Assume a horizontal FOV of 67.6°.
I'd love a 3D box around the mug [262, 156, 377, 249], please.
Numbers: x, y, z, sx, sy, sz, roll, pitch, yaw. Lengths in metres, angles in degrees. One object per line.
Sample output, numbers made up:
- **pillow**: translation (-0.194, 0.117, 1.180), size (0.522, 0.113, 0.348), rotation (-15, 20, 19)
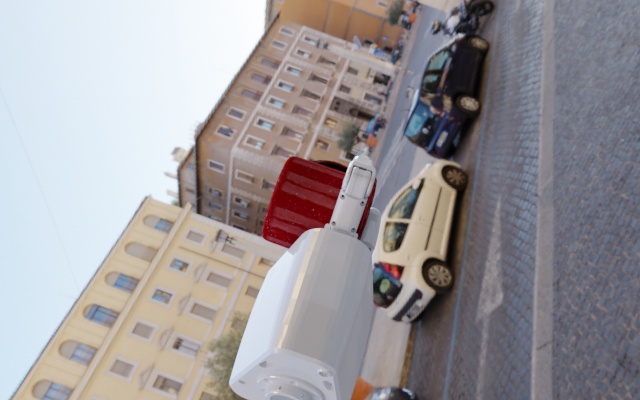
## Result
- **mug**: translation (0.000, 0.000, 0.443), size (0.081, 0.117, 0.093), rotation (19, -44, 0)
